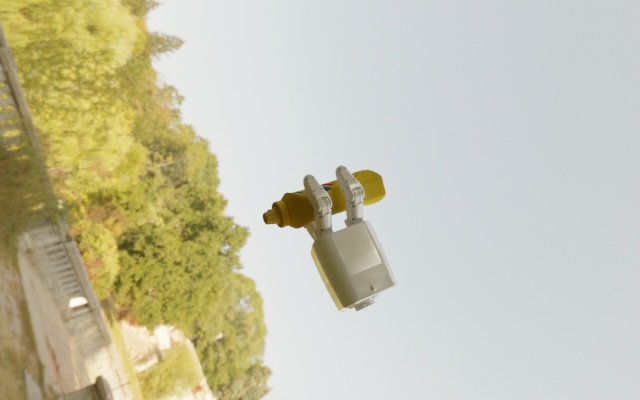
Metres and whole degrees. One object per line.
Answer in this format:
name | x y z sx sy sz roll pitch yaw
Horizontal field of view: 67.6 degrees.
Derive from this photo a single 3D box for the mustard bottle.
mustard bottle | 0.000 0.002 0.743 0.191 0.058 0.096 -18 9 -26
